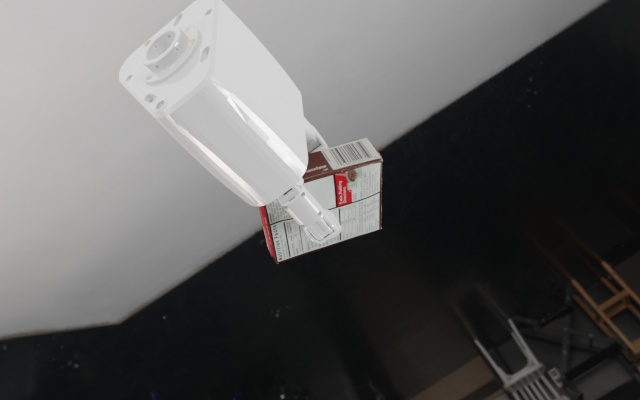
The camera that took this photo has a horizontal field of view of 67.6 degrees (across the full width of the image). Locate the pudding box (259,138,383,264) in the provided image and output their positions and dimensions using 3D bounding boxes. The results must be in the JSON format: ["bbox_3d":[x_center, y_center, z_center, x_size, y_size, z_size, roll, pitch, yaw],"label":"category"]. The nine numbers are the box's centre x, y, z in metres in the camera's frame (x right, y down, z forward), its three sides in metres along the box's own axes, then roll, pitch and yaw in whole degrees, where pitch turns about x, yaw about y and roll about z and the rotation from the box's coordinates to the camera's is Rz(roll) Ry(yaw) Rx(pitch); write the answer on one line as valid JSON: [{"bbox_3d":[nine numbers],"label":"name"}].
[{"bbox_3d":[0.000,0.001,0.437,0.113,0.090,0.039,-16,44,-11],"label":"pudding box"}]
